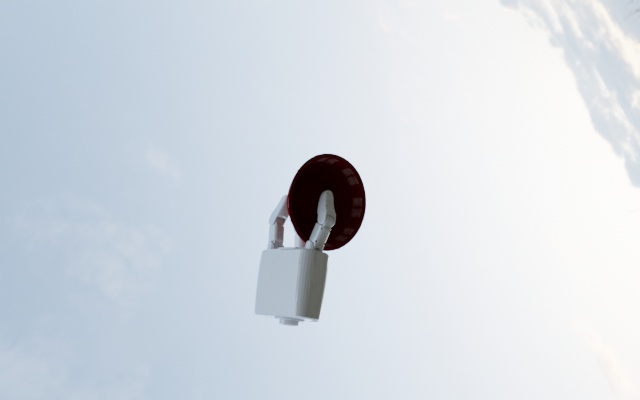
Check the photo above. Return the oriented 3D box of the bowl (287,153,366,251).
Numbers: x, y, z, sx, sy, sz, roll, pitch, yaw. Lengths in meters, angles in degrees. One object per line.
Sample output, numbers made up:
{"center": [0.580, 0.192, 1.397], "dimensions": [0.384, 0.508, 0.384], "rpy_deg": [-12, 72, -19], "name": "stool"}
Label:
{"center": [0.000, 0.001, 0.807], "dimensions": [0.162, 0.162, 0.055], "rpy_deg": [0, 1, -36], "name": "bowl"}
